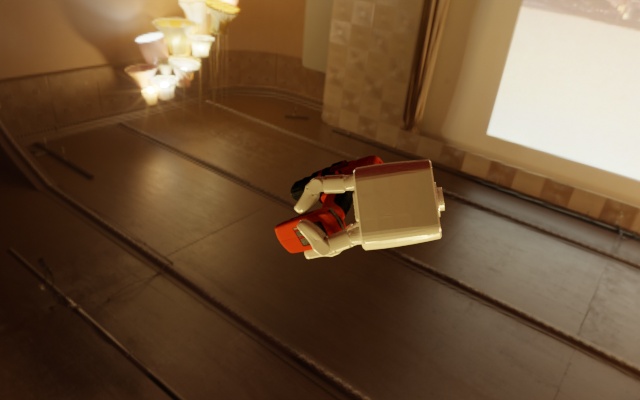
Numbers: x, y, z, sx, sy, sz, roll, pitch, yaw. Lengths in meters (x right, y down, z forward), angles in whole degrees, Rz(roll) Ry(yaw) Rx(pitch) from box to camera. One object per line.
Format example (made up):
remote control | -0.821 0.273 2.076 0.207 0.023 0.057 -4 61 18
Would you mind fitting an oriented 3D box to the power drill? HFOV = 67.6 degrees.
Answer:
power drill | 0.000 0.003 0.765 0.184 0.057 0.187 -18 26 34
